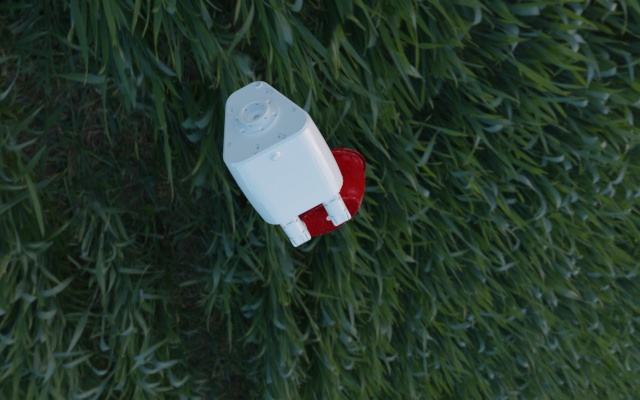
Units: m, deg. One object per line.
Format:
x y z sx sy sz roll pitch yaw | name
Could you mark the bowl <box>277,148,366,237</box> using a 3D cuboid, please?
0.001 0.003 0.650 0.162 0.055 0.162 -21 -27 -11 | bowl
